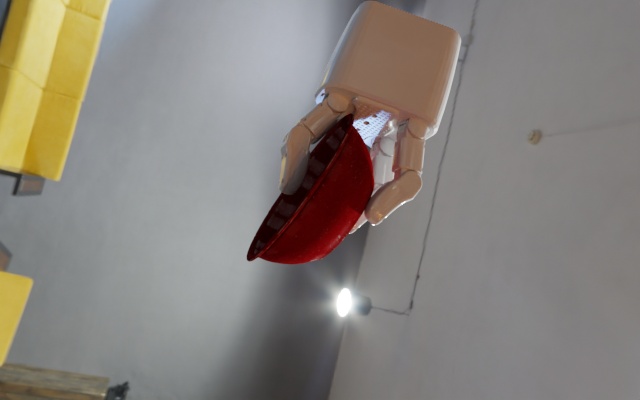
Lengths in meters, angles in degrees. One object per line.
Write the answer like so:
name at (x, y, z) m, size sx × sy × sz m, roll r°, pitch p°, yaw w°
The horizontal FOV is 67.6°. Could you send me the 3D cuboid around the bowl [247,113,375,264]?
bowl at (0.000, 0.003, 0.437) m, size 0.055 × 0.162 × 0.162 m, roll 36°, pitch -7°, yaw -10°
